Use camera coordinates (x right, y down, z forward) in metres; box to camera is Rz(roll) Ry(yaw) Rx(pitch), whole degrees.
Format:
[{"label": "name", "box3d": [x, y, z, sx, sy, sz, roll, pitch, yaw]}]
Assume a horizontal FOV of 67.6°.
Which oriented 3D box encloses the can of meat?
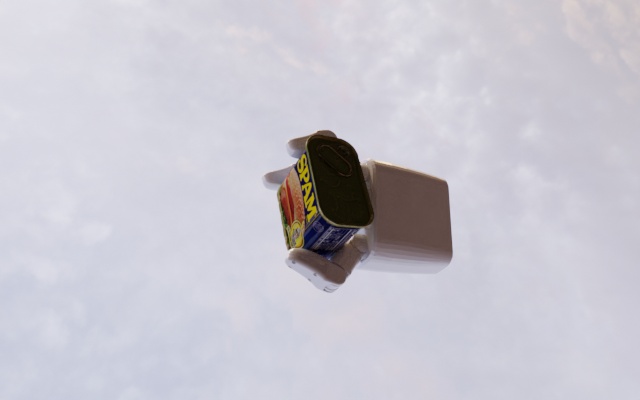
[{"label": "can of meat", "box3d": [0.000, 0.002, 0.471, 0.057, 0.102, 0.084, 6, -35, -28]}]
